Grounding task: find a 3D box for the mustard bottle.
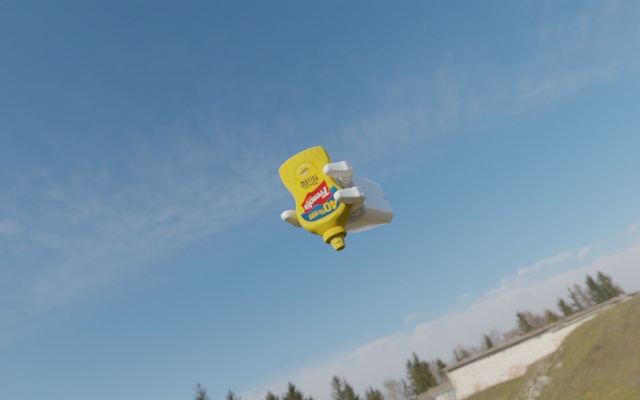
[{"bbox_3d":[0.000,0.002,0.846,0.096,0.191,0.058,-27,-26,7],"label":"mustard bottle"}]
